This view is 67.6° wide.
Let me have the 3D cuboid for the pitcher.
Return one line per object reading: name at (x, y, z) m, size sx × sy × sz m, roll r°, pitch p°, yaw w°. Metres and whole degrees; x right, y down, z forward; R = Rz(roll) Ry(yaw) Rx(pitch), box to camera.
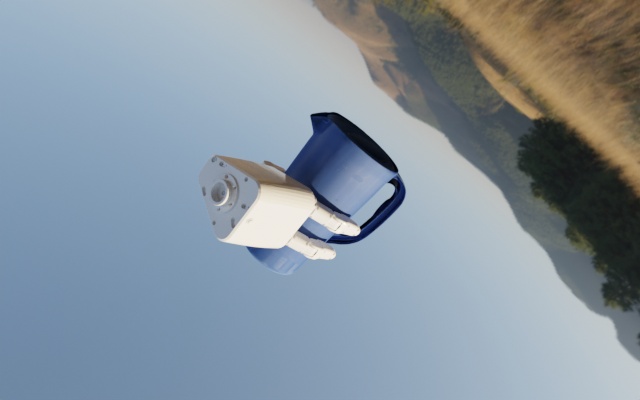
pitcher at (0.000, 0.002, 0.724) m, size 0.145 × 0.243 × 0.149 m, roll 13°, pitch 34°, yaw -55°
